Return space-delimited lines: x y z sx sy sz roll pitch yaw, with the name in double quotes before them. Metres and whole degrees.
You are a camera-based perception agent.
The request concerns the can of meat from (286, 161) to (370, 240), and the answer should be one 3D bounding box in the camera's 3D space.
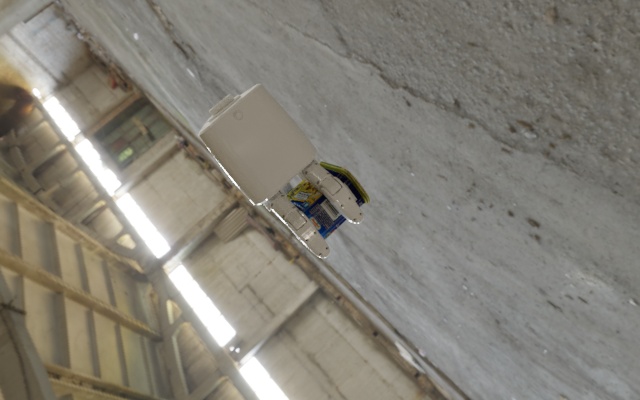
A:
"can of meat" 0.000 0.002 0.603 0.084 0.057 0.102 -42 23 -10
